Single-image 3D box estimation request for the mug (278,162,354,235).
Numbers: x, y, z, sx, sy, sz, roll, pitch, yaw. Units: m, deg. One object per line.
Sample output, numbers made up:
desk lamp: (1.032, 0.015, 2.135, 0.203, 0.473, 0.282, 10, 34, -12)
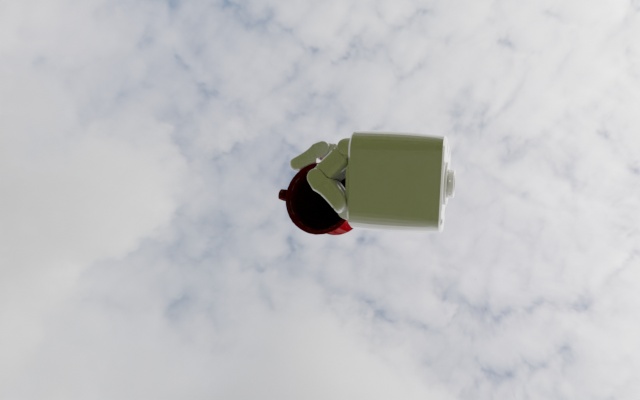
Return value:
mug: (-0.001, 0.002, 0.645, 0.117, 0.093, 0.081, 6, -7, 20)
